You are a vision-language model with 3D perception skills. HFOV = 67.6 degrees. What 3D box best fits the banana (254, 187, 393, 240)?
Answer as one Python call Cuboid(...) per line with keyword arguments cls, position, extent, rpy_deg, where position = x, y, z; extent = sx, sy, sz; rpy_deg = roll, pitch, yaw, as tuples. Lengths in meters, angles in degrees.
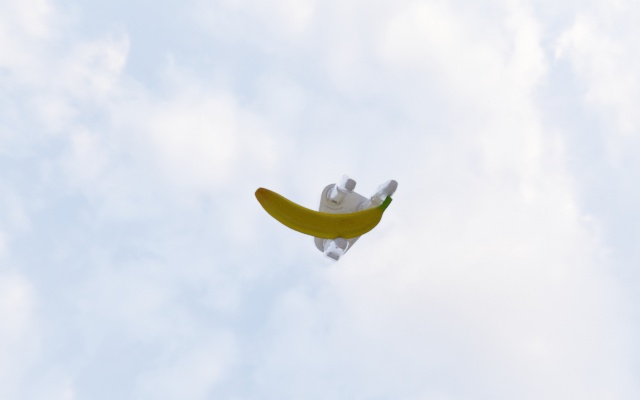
Cuboid(cls="banana", position=(0.002, 0.021, 0.688), extent=(0.198, 0.069, 0.037), rpy_deg=(3, 2, -5))
